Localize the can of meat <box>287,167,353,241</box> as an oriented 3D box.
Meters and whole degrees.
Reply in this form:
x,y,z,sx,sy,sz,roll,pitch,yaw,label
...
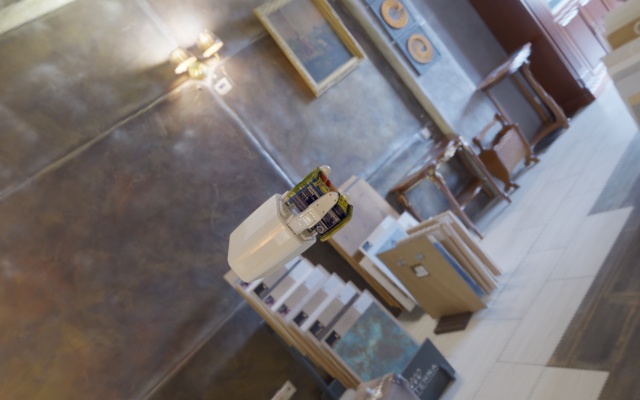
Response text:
x,y,z,sx,sy,sz,roll,pitch,yaw,label
0.000,0.002,0.711,0.057,0.084,0.102,-39,7,12,can of meat
